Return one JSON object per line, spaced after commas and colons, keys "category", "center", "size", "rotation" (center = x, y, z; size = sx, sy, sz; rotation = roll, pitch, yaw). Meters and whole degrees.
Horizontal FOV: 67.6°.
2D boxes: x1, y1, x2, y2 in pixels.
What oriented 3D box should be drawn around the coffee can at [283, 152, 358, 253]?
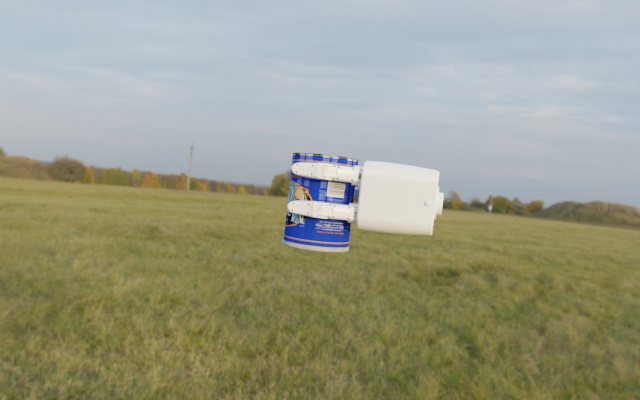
{"category": "coffee can", "center": [0.000, 0.003, 0.734], "size": [0.103, 0.140, 0.103], "rotation": [6, 2, 0]}
